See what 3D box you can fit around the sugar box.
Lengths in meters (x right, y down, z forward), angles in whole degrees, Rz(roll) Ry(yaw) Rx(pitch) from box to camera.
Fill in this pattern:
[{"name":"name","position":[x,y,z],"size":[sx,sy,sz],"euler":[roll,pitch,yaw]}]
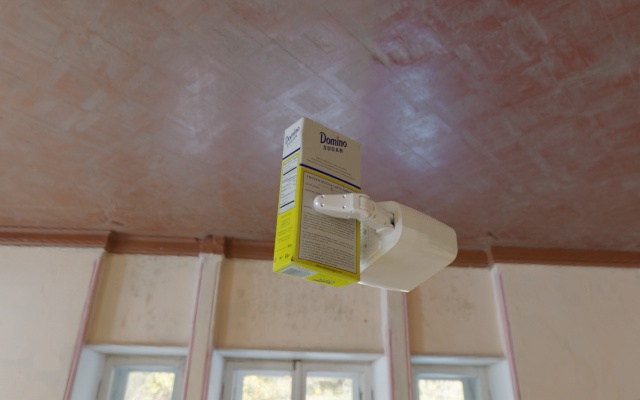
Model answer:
[{"name":"sugar box","position":[0.000,0.002,0.545],"size":[0.093,0.176,0.048],"euler":[21,-33,-33]}]
